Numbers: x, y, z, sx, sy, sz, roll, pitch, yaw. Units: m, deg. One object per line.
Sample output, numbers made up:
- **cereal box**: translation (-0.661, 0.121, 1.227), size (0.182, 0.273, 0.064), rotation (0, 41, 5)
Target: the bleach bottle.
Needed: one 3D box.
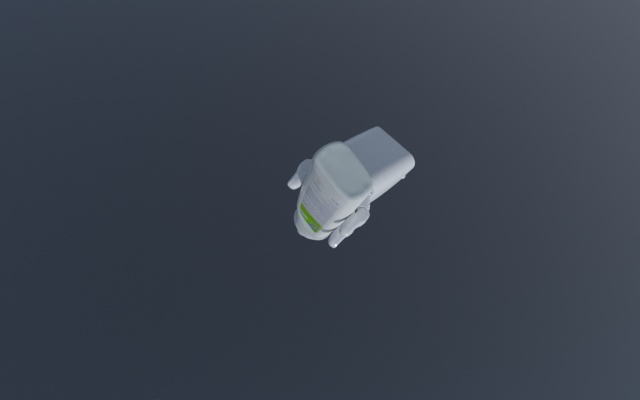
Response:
- **bleach bottle**: translation (0.000, 0.003, 0.814), size (0.068, 0.102, 0.251), rotation (-32, -9, -27)
